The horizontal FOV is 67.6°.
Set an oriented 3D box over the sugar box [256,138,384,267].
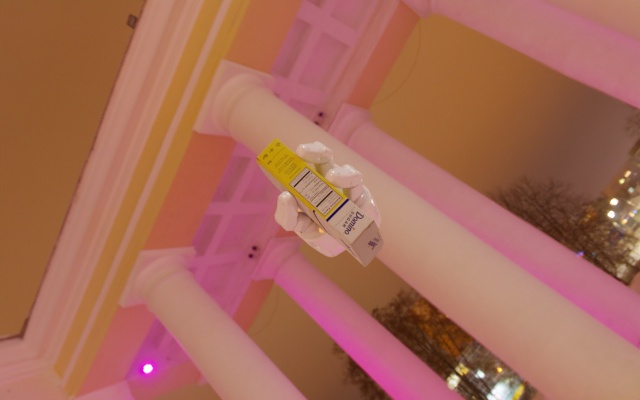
[{"bbox_3d":[0.000,0.002,0.602,0.176,0.048,0.093,39,-8,26],"label":"sugar box"}]
